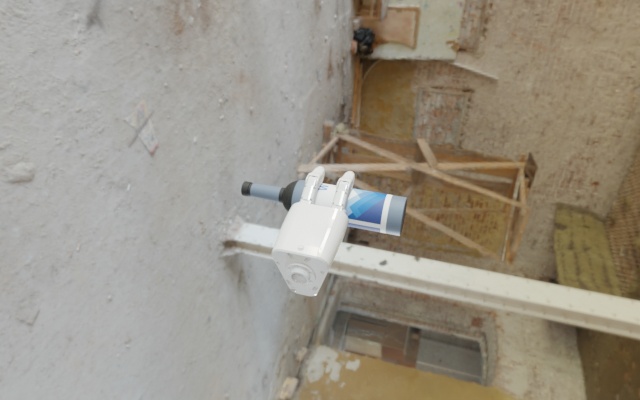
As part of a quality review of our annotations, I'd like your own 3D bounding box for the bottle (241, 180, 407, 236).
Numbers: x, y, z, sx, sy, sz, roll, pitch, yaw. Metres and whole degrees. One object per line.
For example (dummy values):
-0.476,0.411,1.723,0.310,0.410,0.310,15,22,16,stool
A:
0.000,0.003,0.843,0.295,0.069,0.069,10,2,14,bottle
